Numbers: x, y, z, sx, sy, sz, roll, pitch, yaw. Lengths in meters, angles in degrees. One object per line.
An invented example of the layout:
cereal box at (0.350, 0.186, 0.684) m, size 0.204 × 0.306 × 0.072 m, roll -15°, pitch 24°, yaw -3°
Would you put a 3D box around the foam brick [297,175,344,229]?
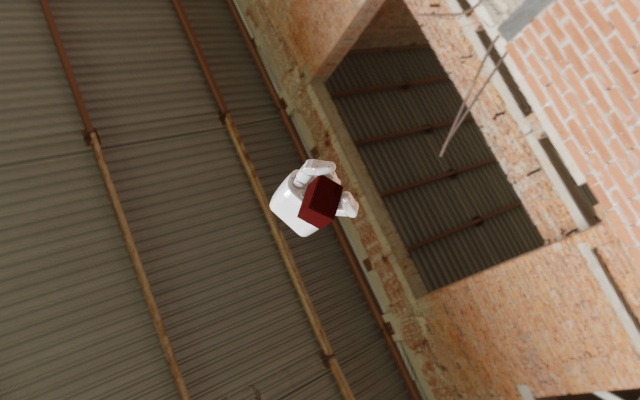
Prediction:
foam brick at (0.000, 0.003, 0.862) m, size 0.053 × 0.078 × 0.051 m, roll 29°, pitch -35°, yaw -16°
